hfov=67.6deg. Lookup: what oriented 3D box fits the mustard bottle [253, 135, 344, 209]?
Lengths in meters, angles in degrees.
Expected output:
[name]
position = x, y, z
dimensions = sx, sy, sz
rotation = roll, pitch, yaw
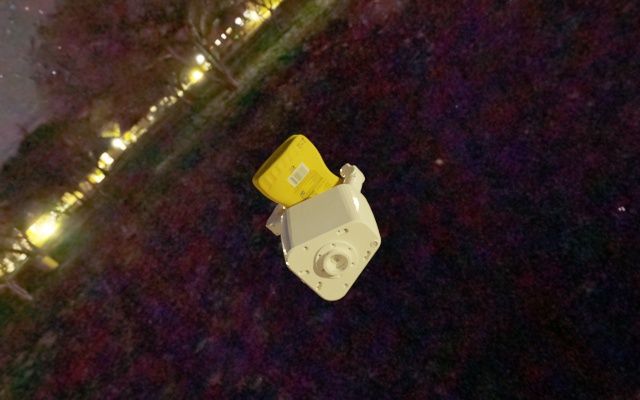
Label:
[mustard bottle]
position = 0.000, 0.002, 0.694
dimensions = 0.192, 0.096, 0.058
rotation = 45, -12, -21
